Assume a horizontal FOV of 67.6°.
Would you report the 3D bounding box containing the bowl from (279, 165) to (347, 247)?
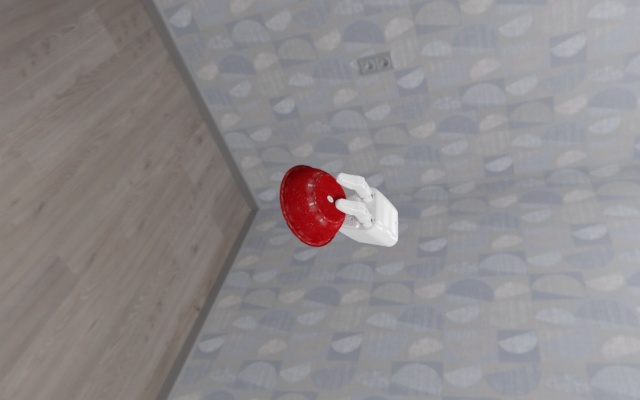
[{"bbox_3d":[0.000,0.003,0.888,0.055,0.162,0.162,-19,-13,40],"label":"bowl"}]
